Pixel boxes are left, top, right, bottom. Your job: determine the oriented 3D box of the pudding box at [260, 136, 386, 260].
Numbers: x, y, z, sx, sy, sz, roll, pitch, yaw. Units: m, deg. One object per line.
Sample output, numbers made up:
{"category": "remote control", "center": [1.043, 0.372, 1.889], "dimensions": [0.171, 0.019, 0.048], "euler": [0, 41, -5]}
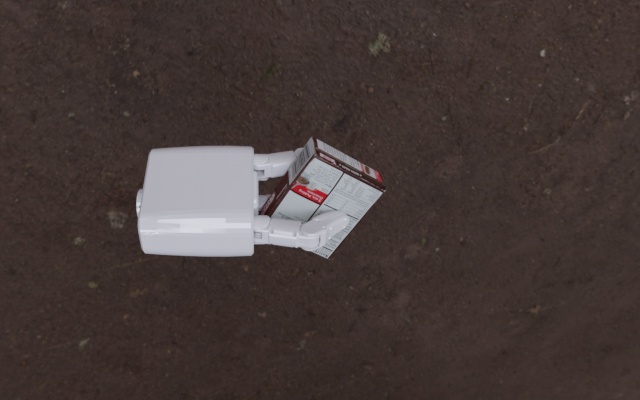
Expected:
{"category": "pudding box", "center": [0.000, 0.002, 0.506], "dimensions": [0.090, 0.113, 0.039], "euler": [25, 31, -22]}
